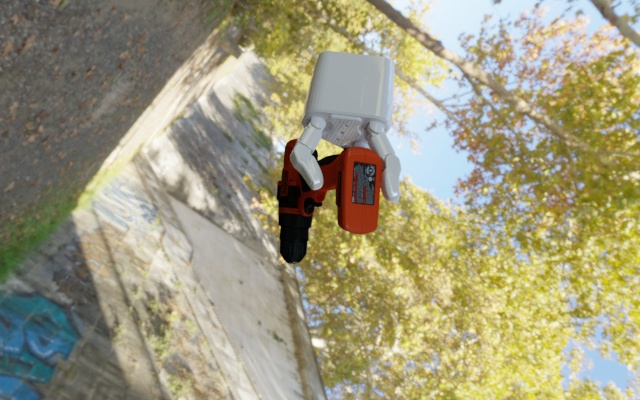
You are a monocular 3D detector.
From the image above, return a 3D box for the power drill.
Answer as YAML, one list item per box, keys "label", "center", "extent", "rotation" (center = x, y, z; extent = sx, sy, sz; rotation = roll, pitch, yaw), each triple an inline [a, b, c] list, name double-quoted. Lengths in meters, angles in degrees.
- label: "power drill"
  center: [0.000, 0.002, 0.646]
  extent: [0.057, 0.184, 0.187]
  rotation: [3, -1, -34]
